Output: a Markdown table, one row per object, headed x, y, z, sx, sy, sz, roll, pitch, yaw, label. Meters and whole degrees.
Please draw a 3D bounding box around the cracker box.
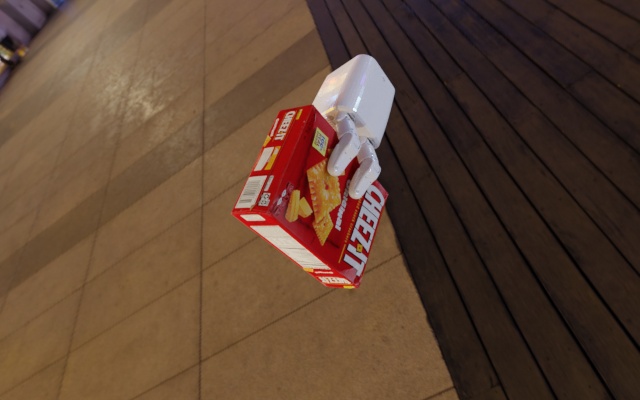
| x | y | z | sx | sy | sz | roll | pitch | yaw | label |
| --- | --- | --- | --- | --- | --- | --- | --- | --- | --- |
| 0.000 | 0.002 | 0.654 | 0.072 | 0.164 | 0.214 | -1 | -33 | 40 | cracker box |
